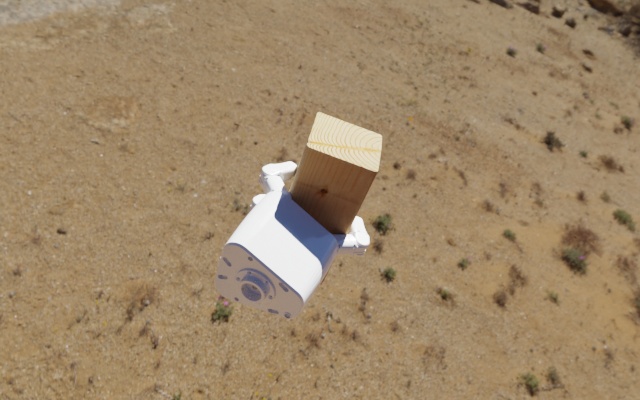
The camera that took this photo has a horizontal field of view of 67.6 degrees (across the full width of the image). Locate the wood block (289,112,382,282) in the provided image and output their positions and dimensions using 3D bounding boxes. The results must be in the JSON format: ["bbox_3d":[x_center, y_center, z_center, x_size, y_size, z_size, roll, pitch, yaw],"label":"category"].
[{"bbox_3d":[0.000,0.002,0.640,0.091,0.206,0.090,20,38,-4],"label":"wood block"}]
